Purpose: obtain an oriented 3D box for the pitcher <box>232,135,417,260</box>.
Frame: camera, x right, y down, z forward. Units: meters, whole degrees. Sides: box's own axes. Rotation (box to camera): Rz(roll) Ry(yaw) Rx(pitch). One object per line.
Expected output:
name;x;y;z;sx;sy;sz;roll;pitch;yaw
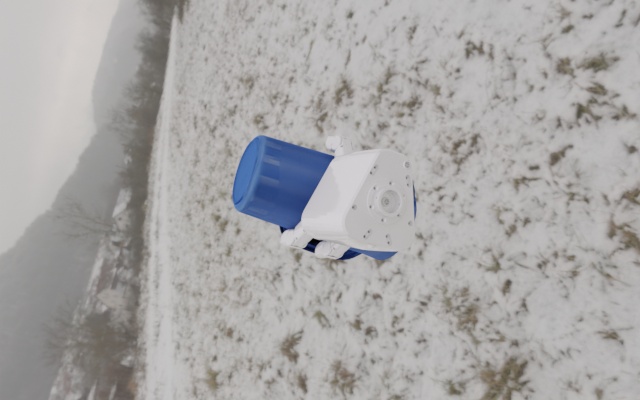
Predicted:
pitcher;0.000;0.002;0.685;0.243;0.149;0.145;17;-6;-23
